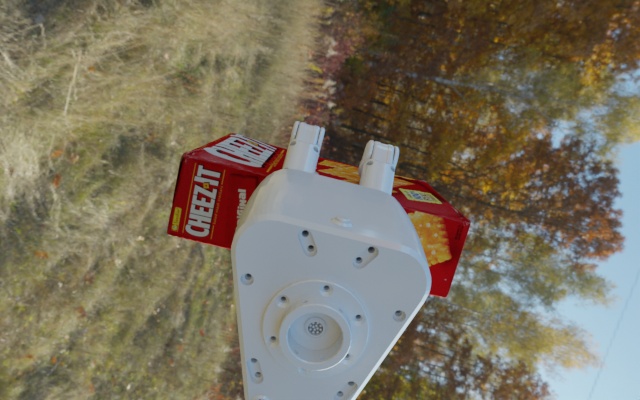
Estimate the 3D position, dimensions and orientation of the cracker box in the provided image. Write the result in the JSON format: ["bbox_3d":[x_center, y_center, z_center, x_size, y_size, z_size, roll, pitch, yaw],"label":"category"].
[{"bbox_3d":[0.000,0.002,0.420,0.214,0.072,0.164,14,12,-2],"label":"cracker box"}]
